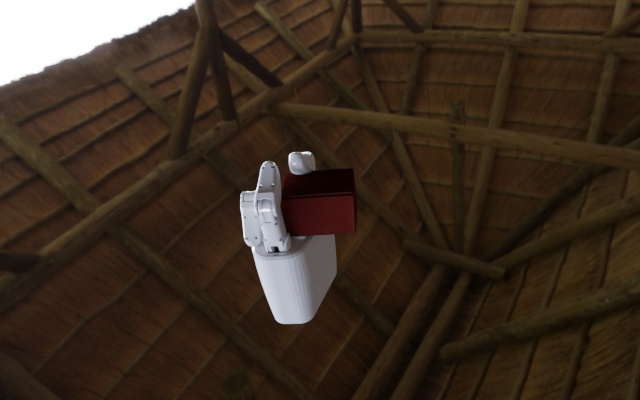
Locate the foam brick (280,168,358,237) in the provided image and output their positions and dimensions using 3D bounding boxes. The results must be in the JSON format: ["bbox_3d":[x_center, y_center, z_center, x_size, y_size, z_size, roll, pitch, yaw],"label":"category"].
[{"bbox_3d":[0.000,0.002,0.513,0.078,0.051,0.053,-4,33,9],"label":"foam brick"}]
